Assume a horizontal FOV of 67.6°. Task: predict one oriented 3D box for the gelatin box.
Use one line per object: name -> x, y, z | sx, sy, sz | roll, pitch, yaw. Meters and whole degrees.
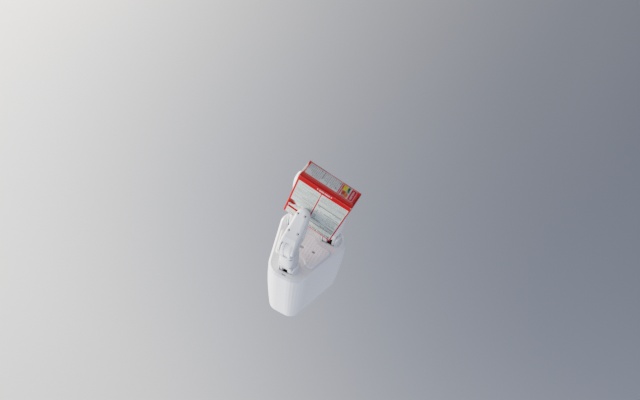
gelatin box -> 0.000, 0.002, 0.584 | 0.073, 0.030, 0.089 | 33, -34, 3
